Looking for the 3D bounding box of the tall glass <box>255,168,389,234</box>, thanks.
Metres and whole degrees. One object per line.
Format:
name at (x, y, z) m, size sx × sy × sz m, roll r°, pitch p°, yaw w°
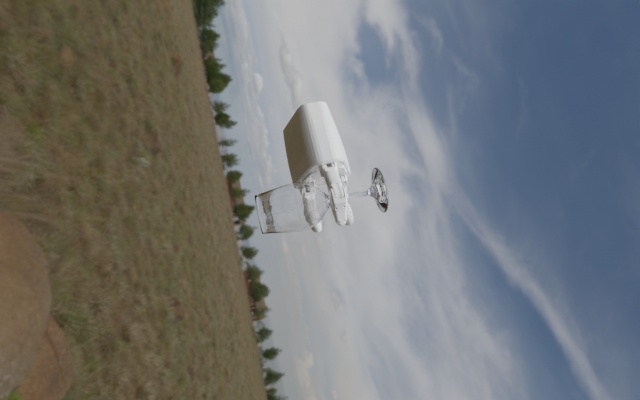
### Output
tall glass at (0.001, 0.002, 0.755) m, size 0.201 × 0.079 × 0.079 m, roll -12°, pitch 2°, yaw -9°
